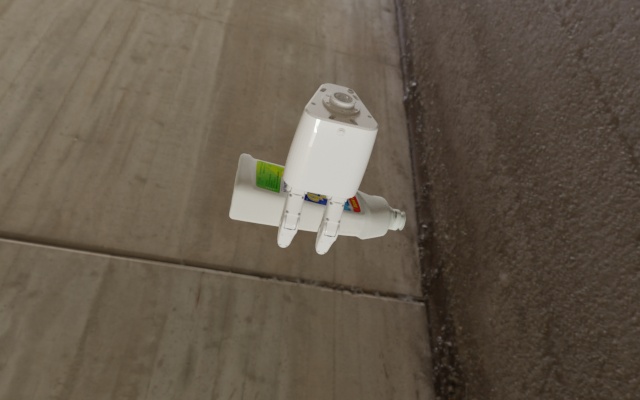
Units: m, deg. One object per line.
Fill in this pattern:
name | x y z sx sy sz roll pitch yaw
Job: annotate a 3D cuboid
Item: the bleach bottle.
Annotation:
bleach bottle | 0.000 0.002 0.694 0.251 0.068 0.102 11 37 -11
